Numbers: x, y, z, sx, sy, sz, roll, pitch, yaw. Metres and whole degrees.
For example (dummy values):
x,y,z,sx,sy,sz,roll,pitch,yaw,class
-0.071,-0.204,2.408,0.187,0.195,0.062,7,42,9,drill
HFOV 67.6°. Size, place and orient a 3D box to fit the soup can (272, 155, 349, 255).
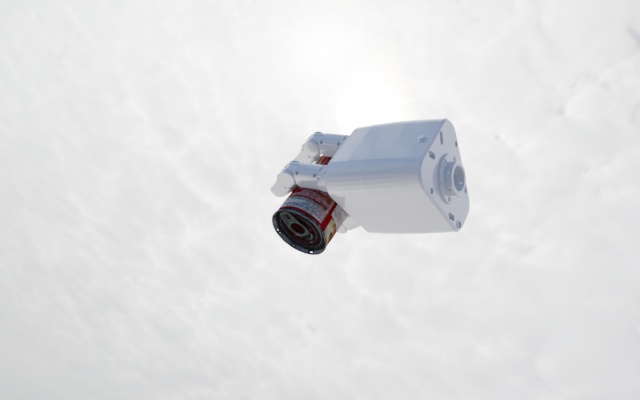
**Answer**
x,y,z,sx,sy,sz,roll,pitch,yaw,class
0.000,0.002,0.542,0.068,0.068,0.102,0,42,39,soup can
